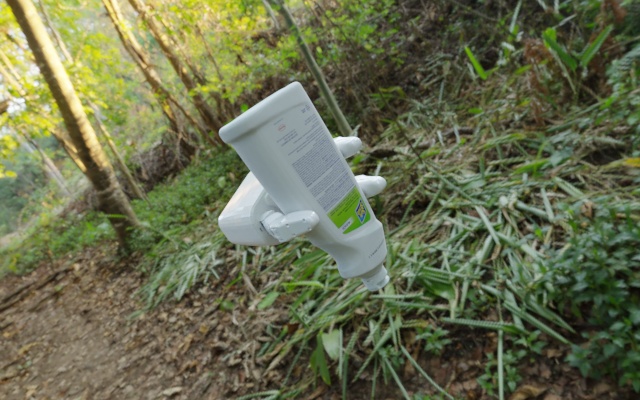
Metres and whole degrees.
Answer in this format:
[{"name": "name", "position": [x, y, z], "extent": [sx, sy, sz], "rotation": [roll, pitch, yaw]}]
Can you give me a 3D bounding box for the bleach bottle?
[{"name": "bleach bottle", "position": [0.000, 0.002, 0.532], "extent": [0.102, 0.251, 0.068], "rotation": [-42, 18, -32]}]
